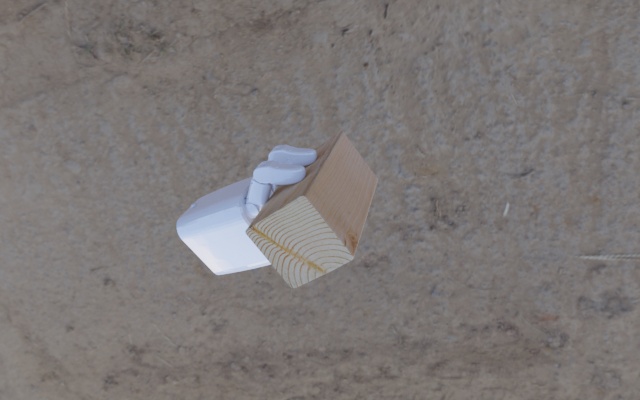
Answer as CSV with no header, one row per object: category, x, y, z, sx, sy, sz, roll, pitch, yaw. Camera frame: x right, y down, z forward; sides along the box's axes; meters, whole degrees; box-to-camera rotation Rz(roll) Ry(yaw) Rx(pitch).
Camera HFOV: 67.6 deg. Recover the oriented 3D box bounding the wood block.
wood block,0.000,0.002,0.599,0.090,0.091,0.206,-31,16,26
